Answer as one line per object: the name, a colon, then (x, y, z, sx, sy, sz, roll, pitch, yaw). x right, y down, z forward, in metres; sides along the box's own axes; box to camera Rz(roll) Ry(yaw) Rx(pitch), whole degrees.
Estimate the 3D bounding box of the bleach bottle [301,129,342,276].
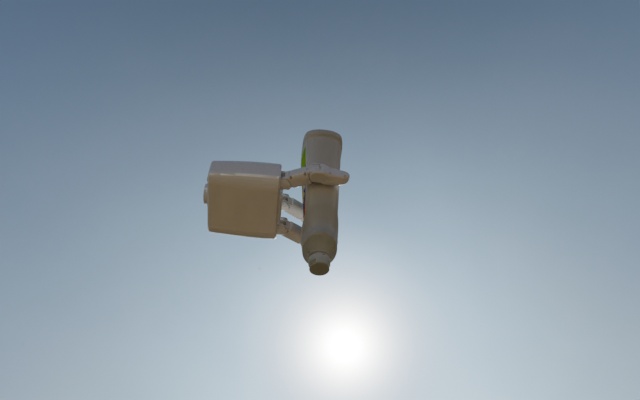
bleach bottle: (0.000, 0.002, 0.736, 0.068, 0.103, 0.250, 5, 43, -4)
